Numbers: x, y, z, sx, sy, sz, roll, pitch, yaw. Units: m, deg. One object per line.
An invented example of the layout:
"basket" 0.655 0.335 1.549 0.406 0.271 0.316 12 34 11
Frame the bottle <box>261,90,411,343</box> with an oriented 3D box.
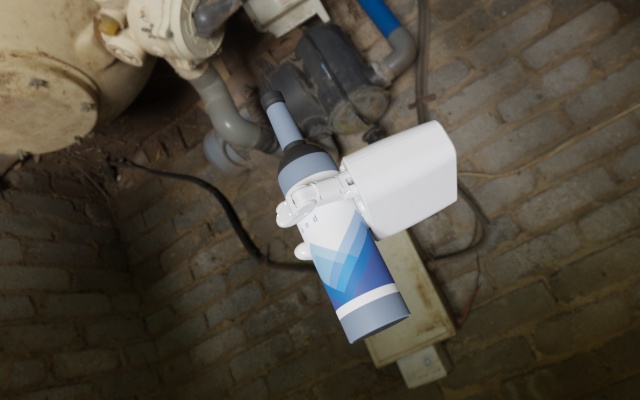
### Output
"bottle" 0.000 0.002 0.519 0.069 0.295 0.069 -22 -20 -9
